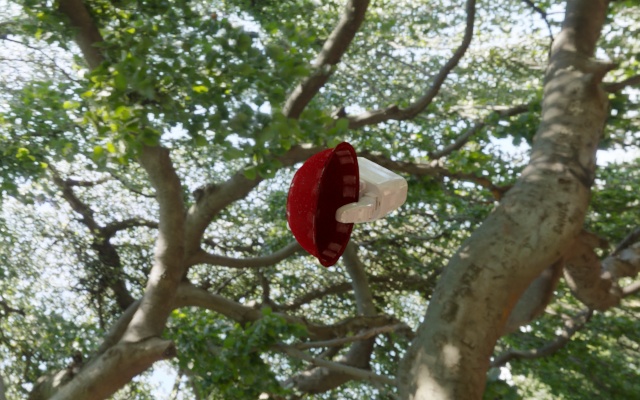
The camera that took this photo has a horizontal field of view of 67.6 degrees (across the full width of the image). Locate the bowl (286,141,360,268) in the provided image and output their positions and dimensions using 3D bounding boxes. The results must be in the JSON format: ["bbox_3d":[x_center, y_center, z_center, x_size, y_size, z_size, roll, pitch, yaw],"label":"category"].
[{"bbox_3d":[-0.001,0.002,0.615,0.055,0.162,0.162,9,3,21],"label":"bowl"}]
